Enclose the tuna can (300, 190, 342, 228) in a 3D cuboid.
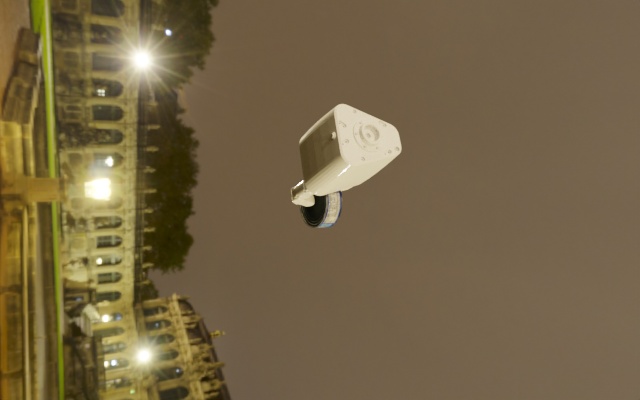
[{"bbox_3d":[0.001,0.003,0.800,0.034,0.086,0.086,0,0,-32],"label":"tuna can"}]
